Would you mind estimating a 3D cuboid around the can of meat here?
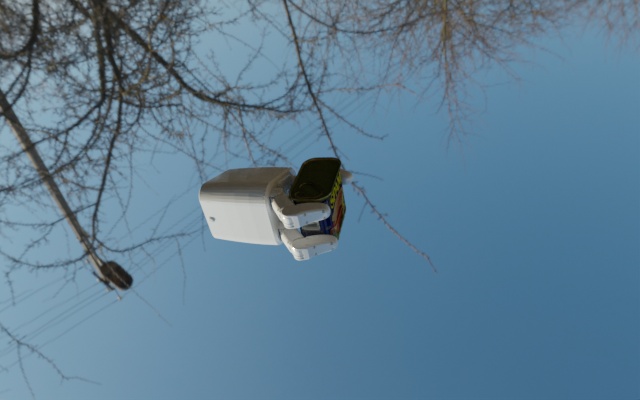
[{"bbox_3d":[0.000,0.002,0.660,0.057,0.084,0.102,0,36,15],"label":"can of meat"}]
